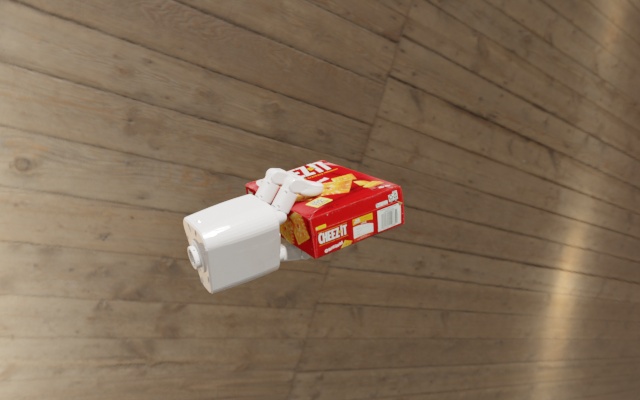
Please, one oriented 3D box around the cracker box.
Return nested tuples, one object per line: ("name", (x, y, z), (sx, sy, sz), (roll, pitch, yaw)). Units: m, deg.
("cracker box", (0.000, 0.003, 0.755), (0.164, 0.072, 0.213), (-19, 24, -28))
